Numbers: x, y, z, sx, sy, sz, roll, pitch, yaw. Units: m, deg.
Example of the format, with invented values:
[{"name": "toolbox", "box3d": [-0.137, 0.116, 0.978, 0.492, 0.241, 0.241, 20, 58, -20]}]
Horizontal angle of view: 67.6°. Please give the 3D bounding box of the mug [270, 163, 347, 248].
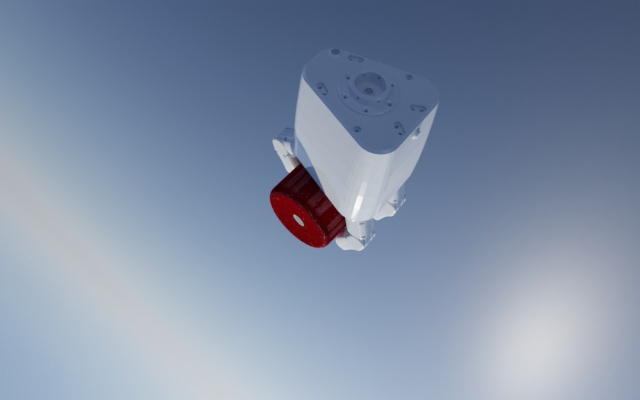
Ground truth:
[{"name": "mug", "box3d": [0.000, 0.003, 0.517, 0.093, 0.081, 0.117, 38, -26, 16]}]
